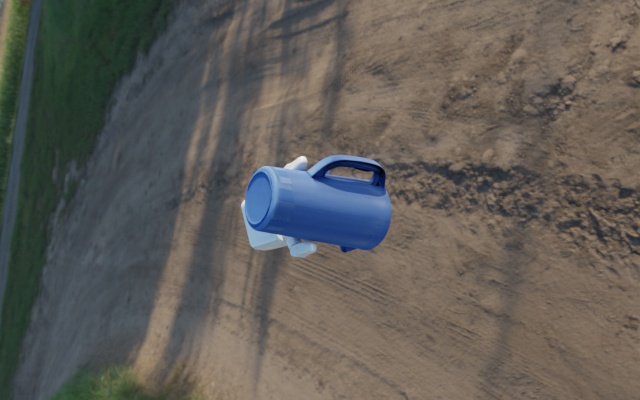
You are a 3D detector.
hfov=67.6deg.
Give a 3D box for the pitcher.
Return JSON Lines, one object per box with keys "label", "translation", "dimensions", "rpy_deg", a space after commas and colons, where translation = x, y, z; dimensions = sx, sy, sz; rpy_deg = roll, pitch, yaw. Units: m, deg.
{"label": "pitcher", "translation": [0.000, 0.003, 0.836], "dimensions": [0.243, 0.149, 0.145], "rpy_deg": [10, -19, -35]}
